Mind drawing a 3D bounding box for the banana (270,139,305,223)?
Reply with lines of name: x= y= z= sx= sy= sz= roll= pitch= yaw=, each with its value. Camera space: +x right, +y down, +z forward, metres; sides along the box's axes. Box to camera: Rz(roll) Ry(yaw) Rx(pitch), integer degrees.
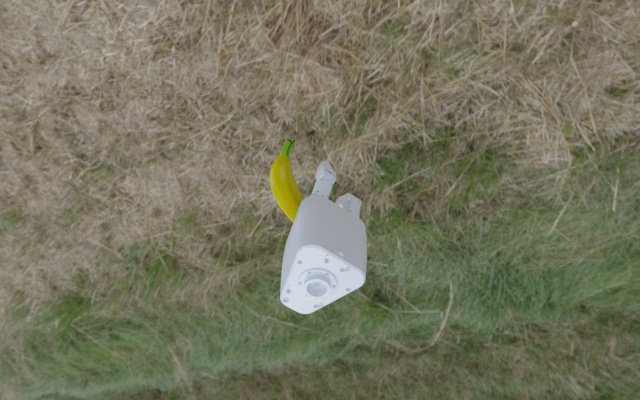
banana: x=-0.017 y=0.009 z=0.702 sx=0.069 sy=0.198 sz=0.037 roll=-30 pitch=23 yaw=11
